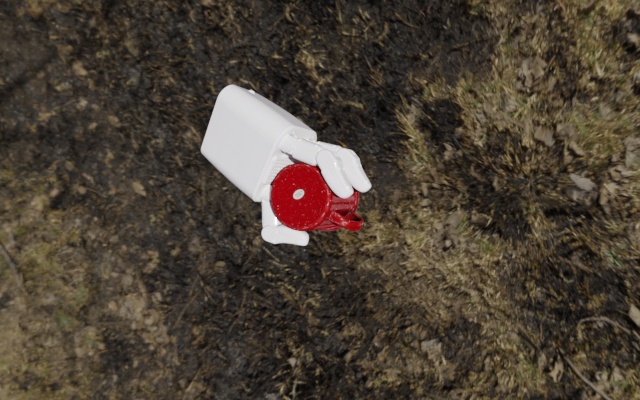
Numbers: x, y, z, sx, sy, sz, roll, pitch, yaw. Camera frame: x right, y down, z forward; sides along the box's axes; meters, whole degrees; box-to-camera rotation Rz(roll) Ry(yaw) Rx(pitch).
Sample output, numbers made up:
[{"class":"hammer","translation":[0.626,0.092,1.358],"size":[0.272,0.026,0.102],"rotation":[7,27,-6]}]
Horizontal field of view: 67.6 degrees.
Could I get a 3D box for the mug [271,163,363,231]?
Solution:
[{"class":"mug","translation":[0.001,0.003,0.587],"size":[0.117,0.093,0.081],"rotation":[37,16,19]}]
